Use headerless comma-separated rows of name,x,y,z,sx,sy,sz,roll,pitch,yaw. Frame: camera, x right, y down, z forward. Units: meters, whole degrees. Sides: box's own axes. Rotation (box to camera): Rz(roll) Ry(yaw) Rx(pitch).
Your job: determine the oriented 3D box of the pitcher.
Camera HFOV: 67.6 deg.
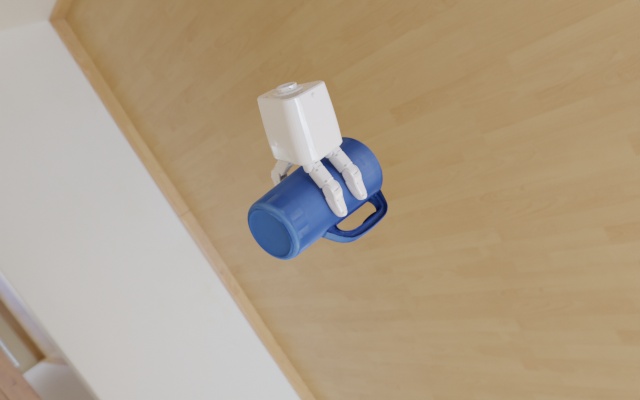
pitcher,0.000,0.003,0.822,0.149,0.145,0.242,8,33,39
